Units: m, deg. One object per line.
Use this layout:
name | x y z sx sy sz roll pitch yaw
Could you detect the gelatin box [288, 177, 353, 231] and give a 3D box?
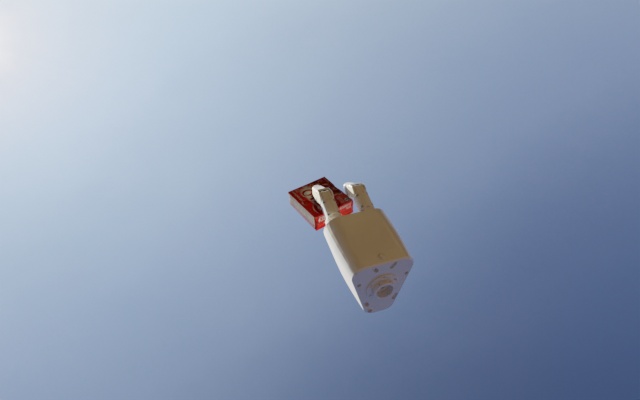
gelatin box | 0.000 0.003 0.785 0.073 0.030 0.089 -24 41 -22
